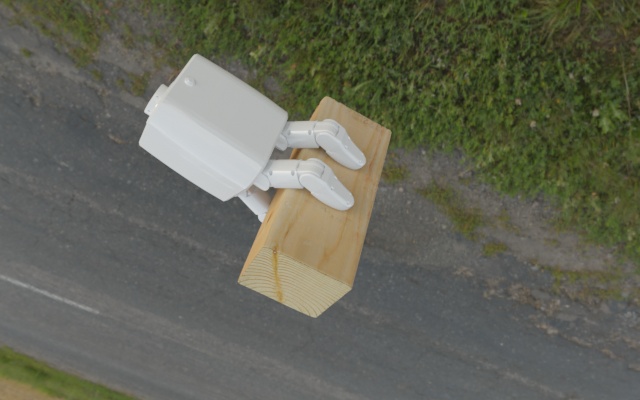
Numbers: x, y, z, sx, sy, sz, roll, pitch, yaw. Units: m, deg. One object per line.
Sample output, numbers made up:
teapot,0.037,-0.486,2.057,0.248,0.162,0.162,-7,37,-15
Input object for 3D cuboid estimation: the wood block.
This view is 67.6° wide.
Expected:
wood block,0.000,0.002,0.505,0.090,0.206,0.091,27,-38,-10
